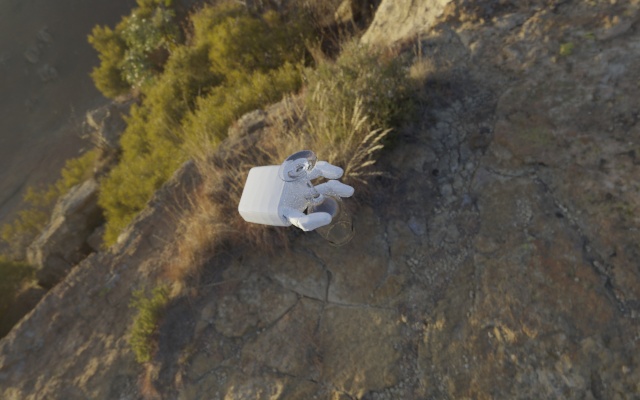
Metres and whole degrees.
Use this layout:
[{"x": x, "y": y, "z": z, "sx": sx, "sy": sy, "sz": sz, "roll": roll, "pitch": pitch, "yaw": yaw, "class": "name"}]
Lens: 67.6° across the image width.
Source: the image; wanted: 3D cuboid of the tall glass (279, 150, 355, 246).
[{"x": 0.000, "y": 0.003, "z": 0.890, "sx": 0.079, "sy": 0.079, "sz": 0.201, "roll": 0, "pitch": -39, "yaw": 32, "class": "tall glass"}]
